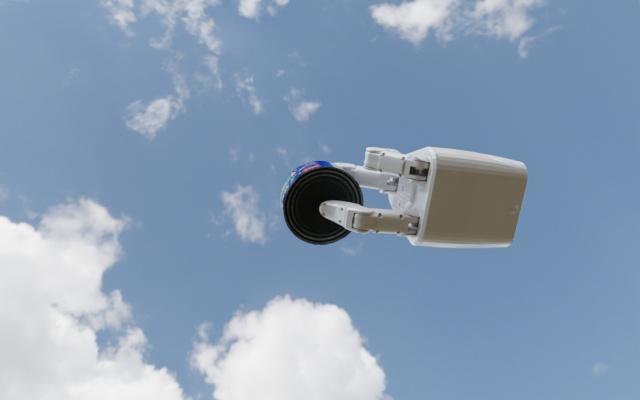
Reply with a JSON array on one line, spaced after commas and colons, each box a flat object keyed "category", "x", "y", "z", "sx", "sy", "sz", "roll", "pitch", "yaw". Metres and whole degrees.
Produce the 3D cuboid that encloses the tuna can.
[{"category": "tuna can", "x": 0.000, "y": 0.001, "z": 0.508, "sx": 0.086, "sy": 0.086, "sz": 0.033, "roll": 0, "pitch": 18, "yaw": -14}]
